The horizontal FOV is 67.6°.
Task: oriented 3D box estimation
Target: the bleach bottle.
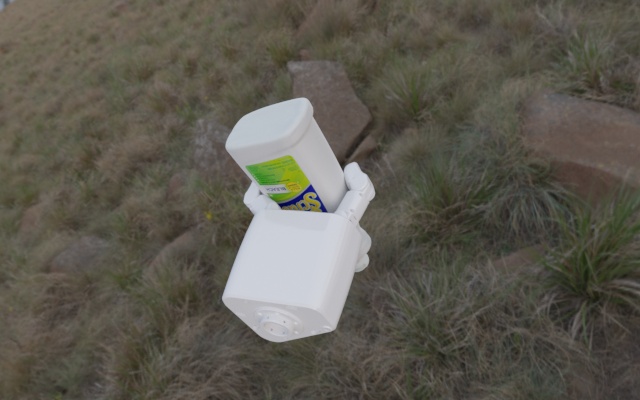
[{"bbox_3d":[0.000,0.002,0.564,0.102,0.068,0.251,-8,-45,33],"label":"bleach bottle"}]
